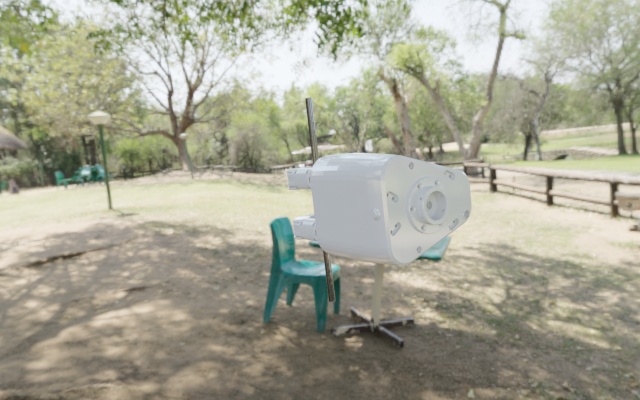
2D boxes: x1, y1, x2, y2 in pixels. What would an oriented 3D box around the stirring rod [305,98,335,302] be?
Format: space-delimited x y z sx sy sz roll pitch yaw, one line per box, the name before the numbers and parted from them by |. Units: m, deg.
stirring rod | 0.000 0.002 0.558 0.011 0.239 0.011 -7 7 1
